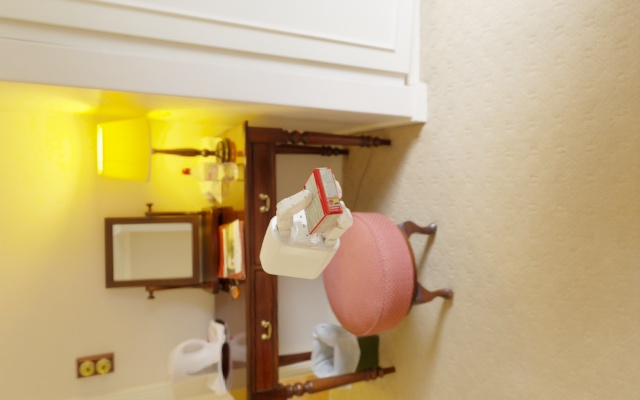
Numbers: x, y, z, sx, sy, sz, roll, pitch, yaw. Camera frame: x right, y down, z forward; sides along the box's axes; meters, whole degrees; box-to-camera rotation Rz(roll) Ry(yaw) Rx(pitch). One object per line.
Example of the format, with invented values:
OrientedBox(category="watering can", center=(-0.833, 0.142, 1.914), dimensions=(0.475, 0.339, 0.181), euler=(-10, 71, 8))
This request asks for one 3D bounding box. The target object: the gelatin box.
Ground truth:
OrientedBox(category="gelatin box", center=(0.000, 0.002, 0.713), dimensions=(0.030, 0.073, 0.089), euler=(-6, -21, -20))
